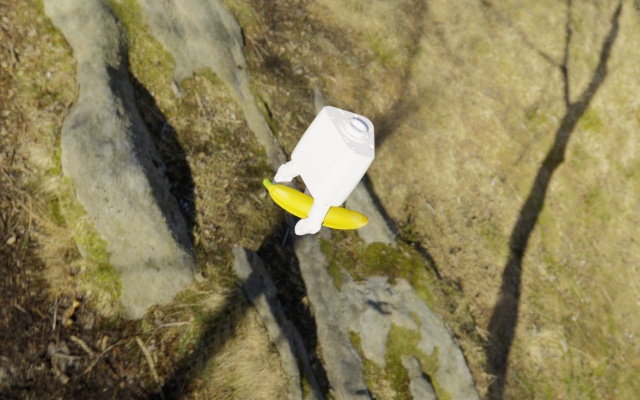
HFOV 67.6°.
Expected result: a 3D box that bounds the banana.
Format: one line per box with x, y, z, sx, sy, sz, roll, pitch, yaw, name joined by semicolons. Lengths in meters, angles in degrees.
-0.004;0.011;0.806;0.198;0.037;0.069;23;31;-11;banana
